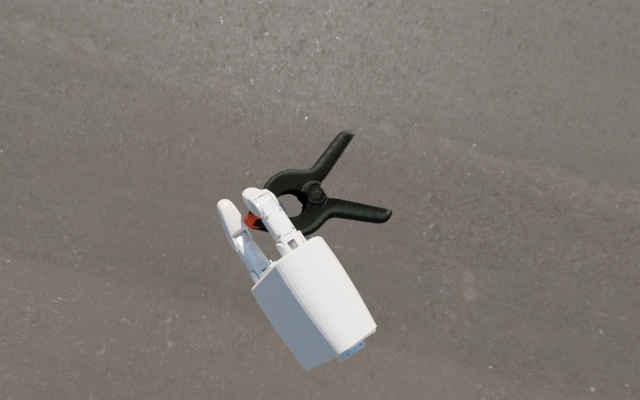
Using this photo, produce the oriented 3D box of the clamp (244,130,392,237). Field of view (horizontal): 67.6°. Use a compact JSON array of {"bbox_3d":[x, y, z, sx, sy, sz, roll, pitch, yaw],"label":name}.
[{"bbox_3d":[0.000,0.002,0.550,0.171,0.120,0.039,-31,-10,-19],"label":"clamp"}]
